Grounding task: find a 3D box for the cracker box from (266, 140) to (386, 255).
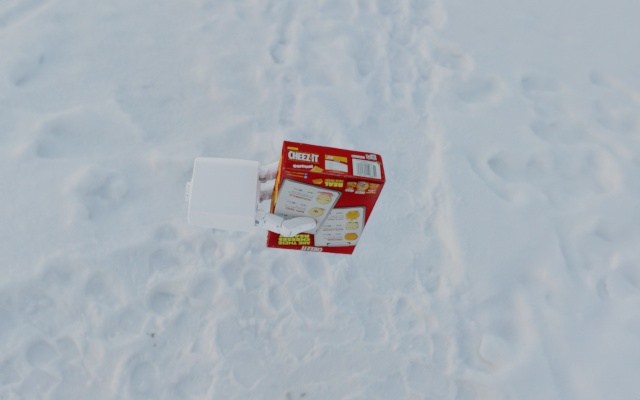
[{"bbox_3d":[0.000,0.003,0.819,0.164,0.072,0.214,6,-40,-10],"label":"cracker box"}]
